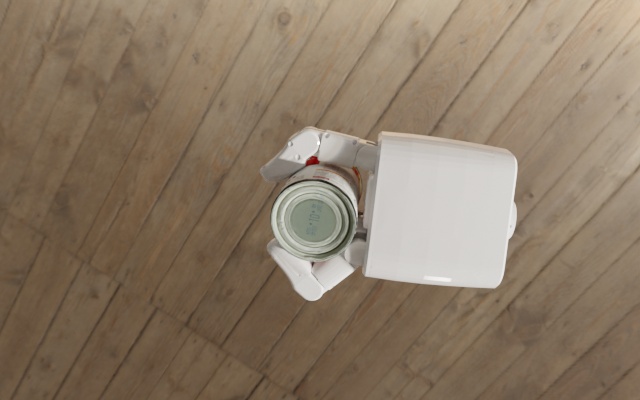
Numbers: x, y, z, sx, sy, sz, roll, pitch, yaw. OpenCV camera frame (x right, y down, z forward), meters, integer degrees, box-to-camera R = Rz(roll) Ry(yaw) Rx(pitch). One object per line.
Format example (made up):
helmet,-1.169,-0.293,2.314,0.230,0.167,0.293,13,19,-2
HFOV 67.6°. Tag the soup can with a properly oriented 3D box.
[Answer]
soup can,0.000,0.001,0.403,0.068,0.068,0.102,0,18,7
